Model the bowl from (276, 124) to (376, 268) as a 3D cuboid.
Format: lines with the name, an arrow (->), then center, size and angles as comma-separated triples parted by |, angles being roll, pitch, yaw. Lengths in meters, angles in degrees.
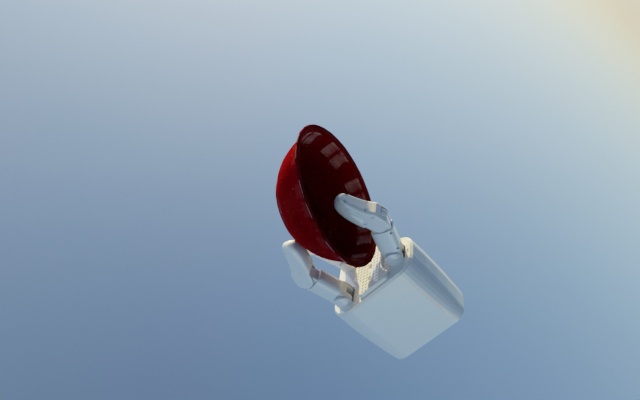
bowl -> -0.001, 0.001, 0.521 | 0.055, 0.162, 0.162 | -22, -10, 26
